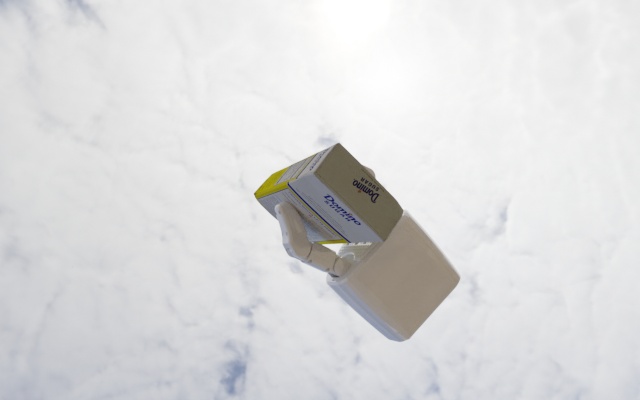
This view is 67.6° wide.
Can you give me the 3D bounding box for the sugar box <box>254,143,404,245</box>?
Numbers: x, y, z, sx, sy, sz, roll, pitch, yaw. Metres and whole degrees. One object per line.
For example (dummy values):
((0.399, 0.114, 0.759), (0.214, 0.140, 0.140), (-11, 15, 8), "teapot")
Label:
((0.000, 0.001, 0.495), (0.093, 0.048, 0.176), (44, -24, -15), "sugar box")
